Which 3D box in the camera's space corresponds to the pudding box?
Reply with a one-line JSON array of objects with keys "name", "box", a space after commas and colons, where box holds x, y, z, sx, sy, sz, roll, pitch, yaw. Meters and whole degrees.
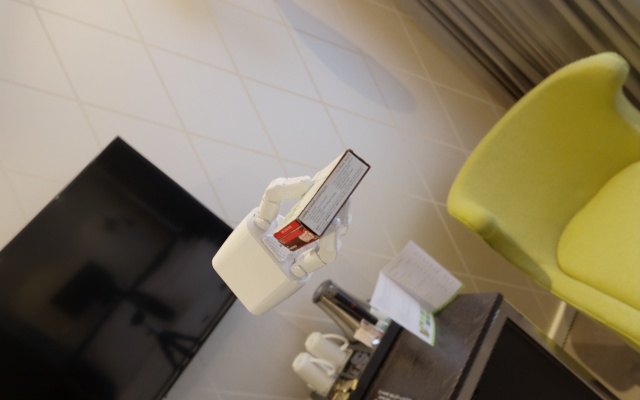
[{"name": "pudding box", "box": [0.000, 0.002, 0.557, 0.039, 0.113, 0.090, 39, -25, -9]}]
